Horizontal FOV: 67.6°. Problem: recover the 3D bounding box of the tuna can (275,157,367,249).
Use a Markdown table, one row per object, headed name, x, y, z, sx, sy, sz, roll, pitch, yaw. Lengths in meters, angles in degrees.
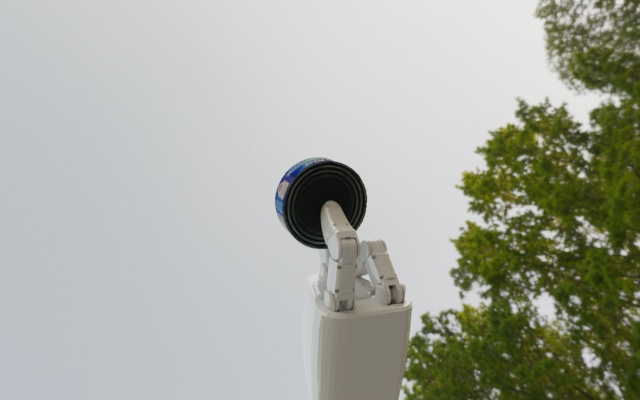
| name | x | y | z | sx | sy | sz | roll | pitch | yaw |
| --- | --- | --- | --- | --- | --- | --- | --- | --- | --- |
| tuna can | 0.000 | 0.001 | 0.463 | 0.086 | 0.086 | 0.033 | 0 | 14 | -22 |
